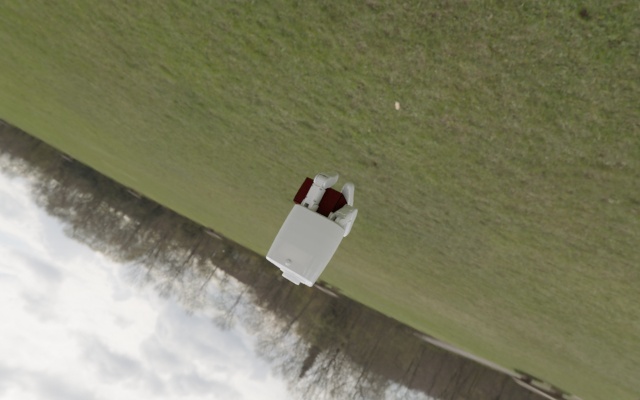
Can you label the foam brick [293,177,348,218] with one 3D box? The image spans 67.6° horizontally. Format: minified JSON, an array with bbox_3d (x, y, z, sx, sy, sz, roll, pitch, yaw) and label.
[{"bbox_3d":[0.000,0.003,0.846,0.078,0.051,0.053,26,-13,22],"label":"foam brick"}]
